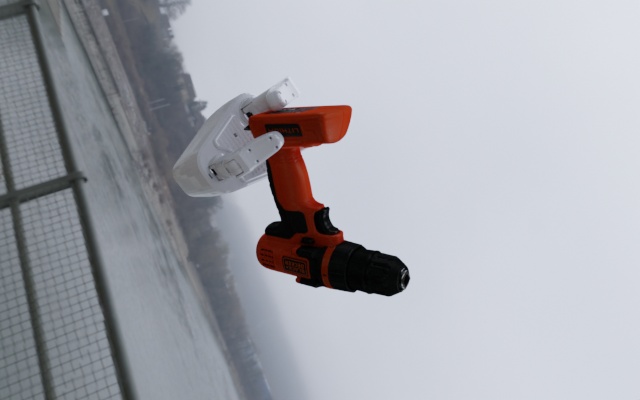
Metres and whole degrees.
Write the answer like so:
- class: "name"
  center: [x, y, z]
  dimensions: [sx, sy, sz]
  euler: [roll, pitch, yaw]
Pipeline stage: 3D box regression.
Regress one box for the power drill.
- class: "power drill"
  center: [0.000, 0.001, 0.480]
  dimensions: [0.184, 0.188, 0.057]
  euler: [6, 21, 35]
